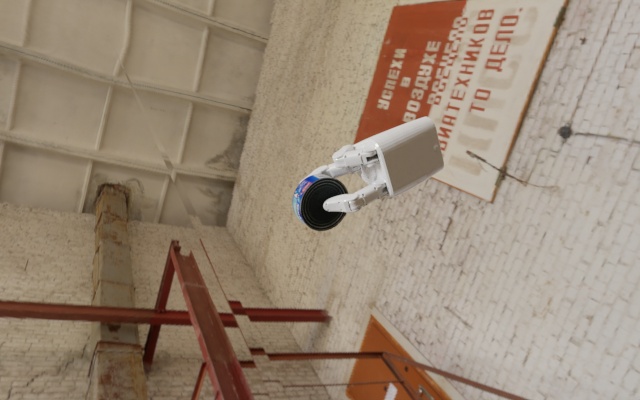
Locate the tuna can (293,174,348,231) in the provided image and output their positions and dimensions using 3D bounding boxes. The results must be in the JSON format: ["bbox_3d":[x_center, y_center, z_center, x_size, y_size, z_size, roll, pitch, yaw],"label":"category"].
[{"bbox_3d":[0.000,0.002,0.746,0.086,0.086,0.033,0,15,-29],"label":"tuna can"}]
